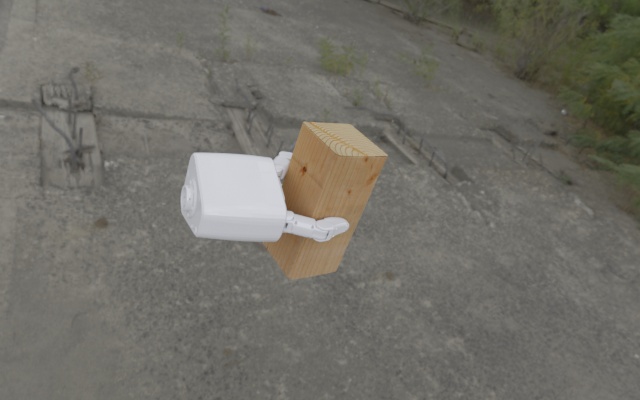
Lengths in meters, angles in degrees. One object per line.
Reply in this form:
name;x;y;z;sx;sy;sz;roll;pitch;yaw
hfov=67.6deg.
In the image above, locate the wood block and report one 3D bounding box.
wood block;0.000;0.002;0.681;0.090;0.206;0.090;-4;38;-38
